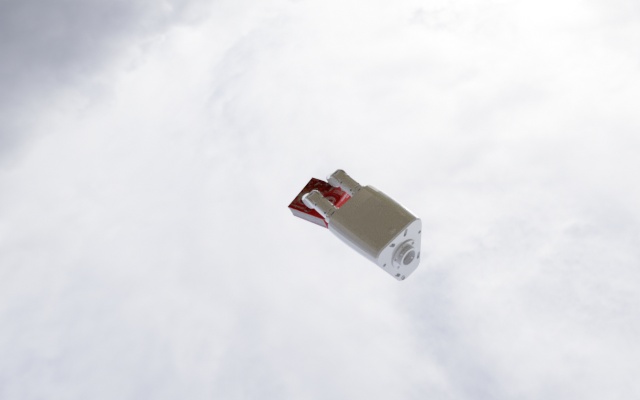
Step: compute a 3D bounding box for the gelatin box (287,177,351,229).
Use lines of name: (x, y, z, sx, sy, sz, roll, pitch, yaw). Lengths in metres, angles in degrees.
gelatin box: (0.000, 0.003, 0.804, 0.089, 0.073, 0.030, 18, -30, 41)
